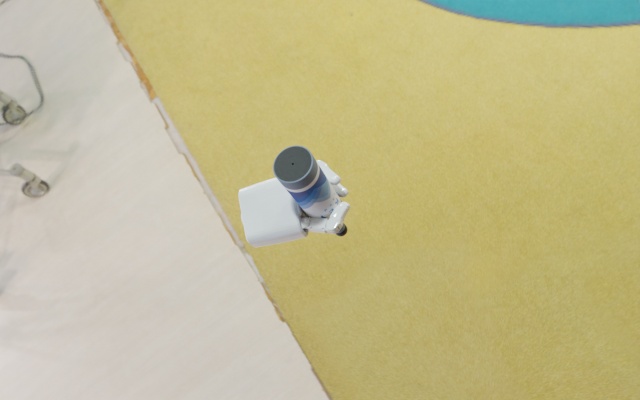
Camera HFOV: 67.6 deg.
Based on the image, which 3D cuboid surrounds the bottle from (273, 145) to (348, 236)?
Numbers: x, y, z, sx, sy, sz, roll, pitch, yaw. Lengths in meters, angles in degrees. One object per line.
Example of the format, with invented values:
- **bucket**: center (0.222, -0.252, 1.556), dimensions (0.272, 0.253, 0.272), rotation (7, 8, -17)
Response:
- **bottle**: center (0.000, 0.003, 0.863), dimensions (0.069, 0.069, 0.296), rotation (0, -24, 19)
